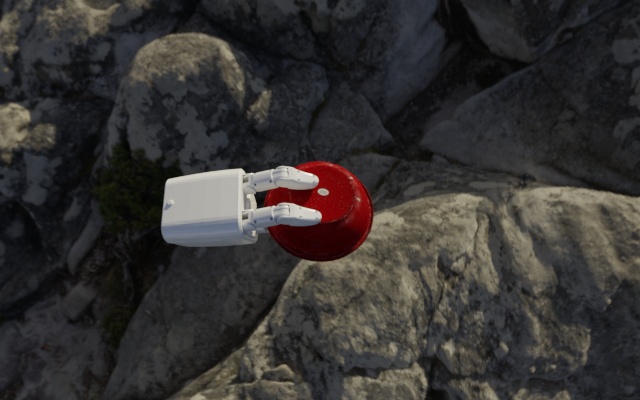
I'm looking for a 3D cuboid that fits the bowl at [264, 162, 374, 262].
[{"bbox_3d":[0.001,0.002,0.675,0.162,0.162,0.055,0,-27,-6],"label":"bowl"}]
